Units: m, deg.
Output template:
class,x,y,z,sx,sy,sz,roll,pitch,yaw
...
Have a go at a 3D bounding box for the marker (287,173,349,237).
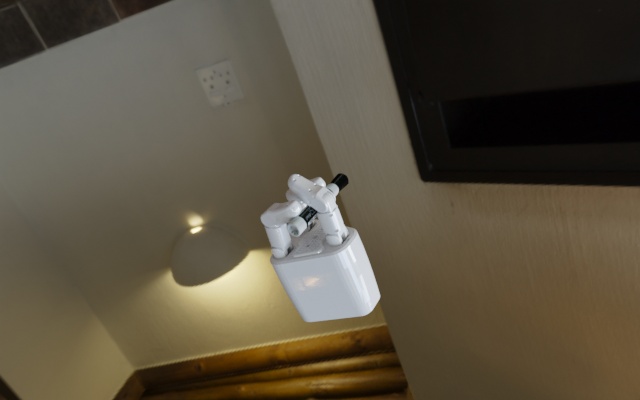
class,x,y,z,sx,sy,sz,roll,pitch,yaw
marker,0.000,0.002,0.583,0.020,0.020,0.121,0,32,38
